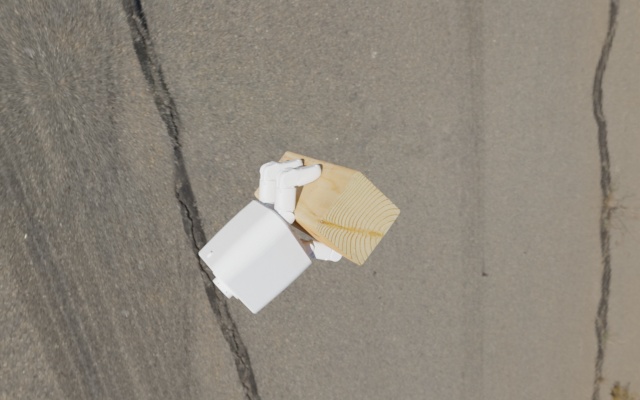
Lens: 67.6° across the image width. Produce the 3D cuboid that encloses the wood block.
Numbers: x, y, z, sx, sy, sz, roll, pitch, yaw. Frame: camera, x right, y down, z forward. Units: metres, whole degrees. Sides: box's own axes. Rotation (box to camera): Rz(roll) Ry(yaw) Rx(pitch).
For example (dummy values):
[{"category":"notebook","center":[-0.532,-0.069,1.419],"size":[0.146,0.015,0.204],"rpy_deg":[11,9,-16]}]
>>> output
[{"category":"wood block","center":[0.000,0.003,0.669],"size":[0.091,0.090,0.206],"rpy_deg":[41,-9,-30]}]
